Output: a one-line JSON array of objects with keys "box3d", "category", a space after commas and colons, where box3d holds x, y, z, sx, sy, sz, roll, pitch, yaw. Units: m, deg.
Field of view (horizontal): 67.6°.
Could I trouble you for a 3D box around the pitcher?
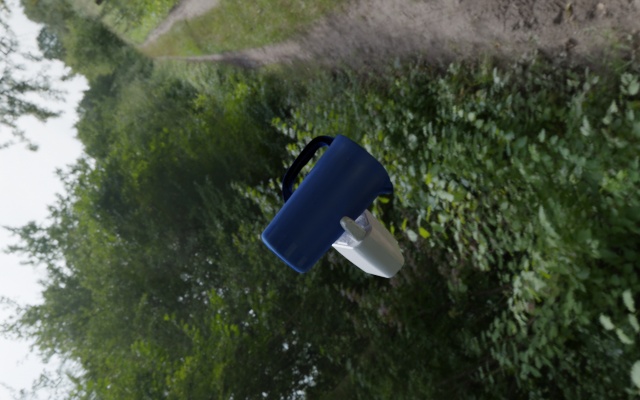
[{"box3d": [0.000, 0.003, 0.874, 0.145, 0.243, 0.149, 42, -3, -23], "category": "pitcher"}]
